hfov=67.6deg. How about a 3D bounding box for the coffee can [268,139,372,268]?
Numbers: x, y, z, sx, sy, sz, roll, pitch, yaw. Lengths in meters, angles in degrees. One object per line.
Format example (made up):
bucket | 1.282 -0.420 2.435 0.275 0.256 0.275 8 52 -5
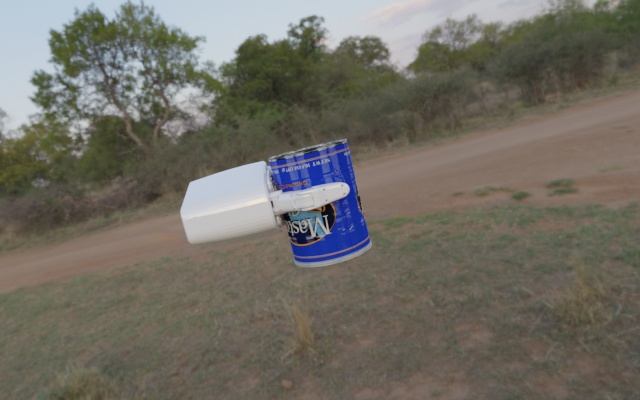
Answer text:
coffee can | 0.000 0.002 0.608 0.103 0.140 0.103 -14 9 2
